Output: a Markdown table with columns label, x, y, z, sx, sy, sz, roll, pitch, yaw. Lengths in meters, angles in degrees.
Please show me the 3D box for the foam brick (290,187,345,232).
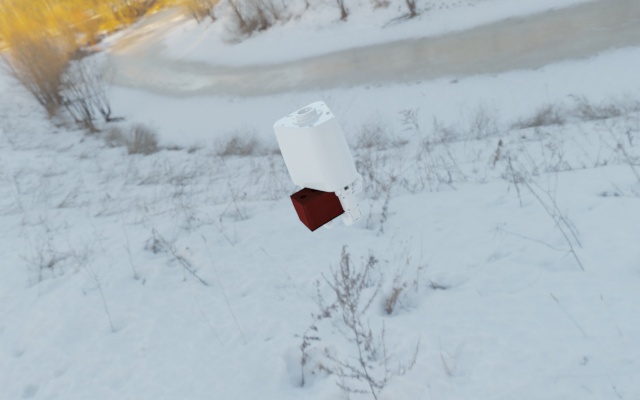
| label | x | y | z | sx | sy | sz | roll | pitch | yaw |
| --- | --- | --- | --- | --- | --- | --- | --- | --- | --- |
| foam brick | 0.000 | 0.003 | 0.759 | 0.078 | 0.051 | 0.053 | -30 | 30 | -15 |
